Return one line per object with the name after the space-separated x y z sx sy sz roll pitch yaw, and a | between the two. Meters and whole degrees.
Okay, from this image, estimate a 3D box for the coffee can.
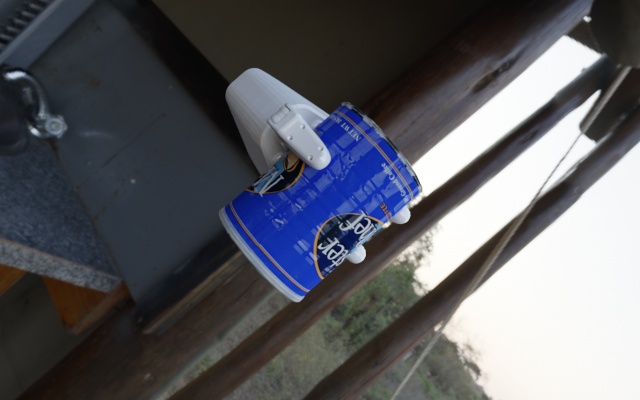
0.000 0.002 0.407 0.140 0.103 0.103 -41 0 0 | coffee can
